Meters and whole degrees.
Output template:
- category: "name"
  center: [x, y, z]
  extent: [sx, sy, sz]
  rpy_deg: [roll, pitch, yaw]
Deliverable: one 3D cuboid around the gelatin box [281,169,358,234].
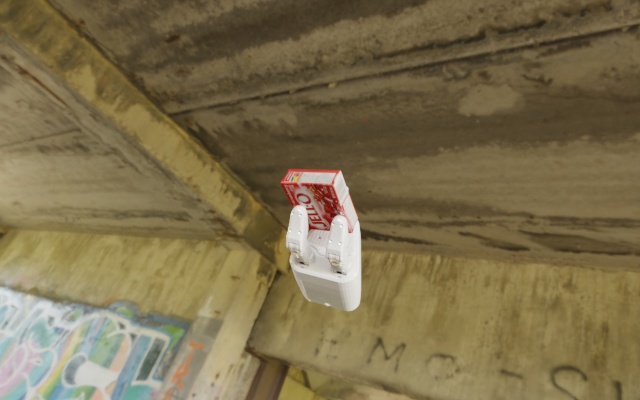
- category: "gelatin box"
  center: [0.000, 0.001, 0.602]
  extent: [0.073, 0.030, 0.089]
  rpy_deg: [4, -43, 28]
